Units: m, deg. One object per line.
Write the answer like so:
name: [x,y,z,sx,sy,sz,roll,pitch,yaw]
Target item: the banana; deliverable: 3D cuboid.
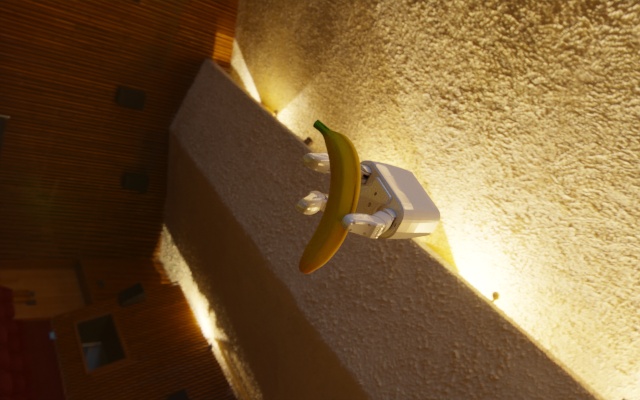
banana: [0.015,0.001,0.599,0.069,0.198,0.037,11,6,38]
